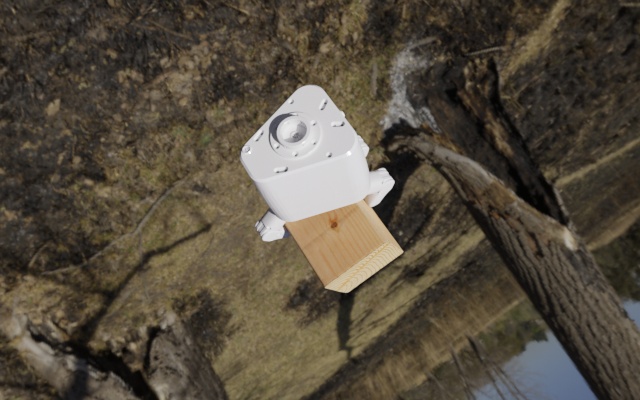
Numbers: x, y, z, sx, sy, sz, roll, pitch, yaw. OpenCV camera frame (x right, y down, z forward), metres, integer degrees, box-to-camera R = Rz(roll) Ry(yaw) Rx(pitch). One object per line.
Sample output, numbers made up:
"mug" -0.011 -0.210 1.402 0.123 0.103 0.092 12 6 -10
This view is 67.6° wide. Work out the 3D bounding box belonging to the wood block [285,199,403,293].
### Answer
"wood block" 0.000 0.002 0.597 0.091 0.206 0.090 -38 -24 9
